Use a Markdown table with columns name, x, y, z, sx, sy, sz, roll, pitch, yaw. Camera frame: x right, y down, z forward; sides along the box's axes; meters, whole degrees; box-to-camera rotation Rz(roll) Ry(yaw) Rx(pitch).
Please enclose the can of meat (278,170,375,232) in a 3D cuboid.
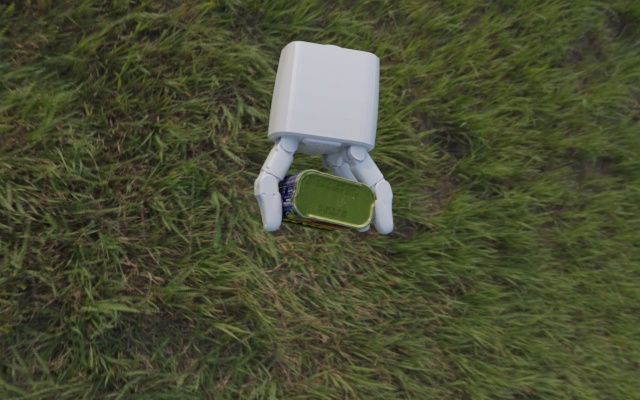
| name | x | y | z | sx | sy | sz | roll | pitch | yaw |
| --- | --- | --- | --- | --- | --- | --- | --- | --- | --- |
| can of meat | 0.000 | 0.002 | 0.541 | 0.102 | 0.057 | 0.084 | 13 | -9 | -23 |
